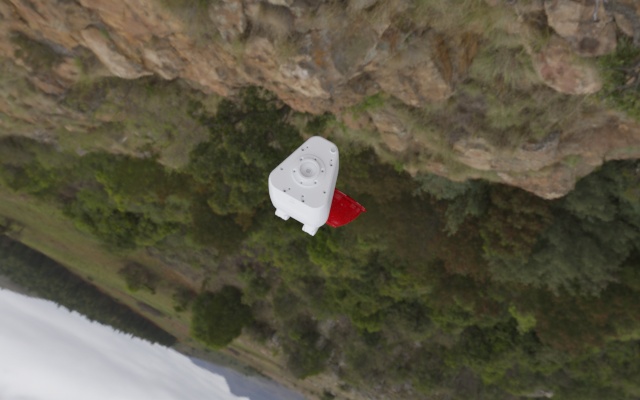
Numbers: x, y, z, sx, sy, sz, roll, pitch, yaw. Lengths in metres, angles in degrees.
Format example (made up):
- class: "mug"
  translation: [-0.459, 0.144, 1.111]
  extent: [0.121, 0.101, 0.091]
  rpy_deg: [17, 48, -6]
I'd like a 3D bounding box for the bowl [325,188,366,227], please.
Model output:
- class: "bowl"
  translation: [0.000, 0.004, 0.867]
  extent: [0.162, 0.055, 0.162]
  rpy_deg: [29, -4, 2]
